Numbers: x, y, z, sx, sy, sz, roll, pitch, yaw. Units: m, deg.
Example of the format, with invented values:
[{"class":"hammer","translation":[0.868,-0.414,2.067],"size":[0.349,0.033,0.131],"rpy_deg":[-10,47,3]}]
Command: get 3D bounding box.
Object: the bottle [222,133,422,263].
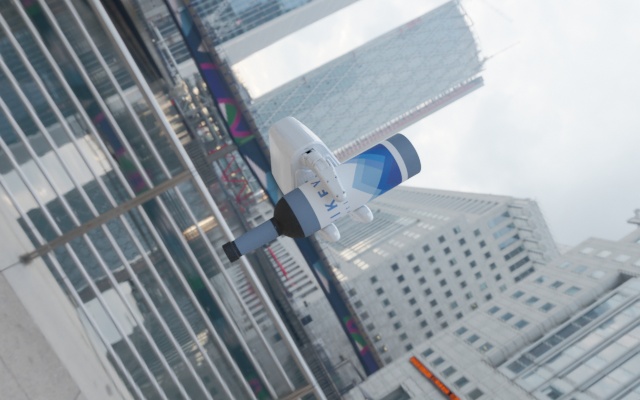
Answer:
[{"class":"bottle","translation":[0.000,0.002,0.667],"size":[0.295,0.069,0.069],"rpy_deg":[-29,5,-9]}]
